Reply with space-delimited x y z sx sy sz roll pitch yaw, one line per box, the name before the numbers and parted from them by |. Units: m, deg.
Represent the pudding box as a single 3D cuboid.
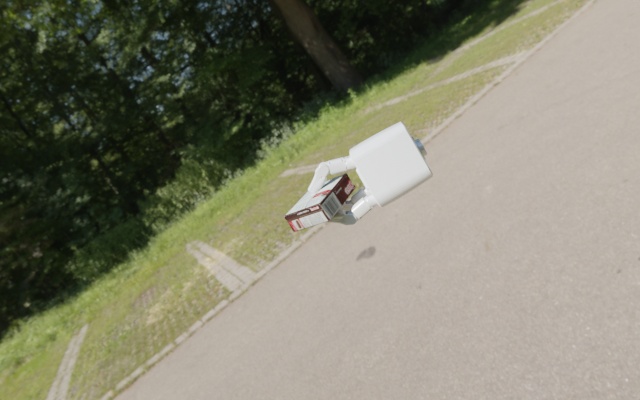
pudding box | 0.000 0.003 0.854 0.090 0.039 0.113 -21 18 39
